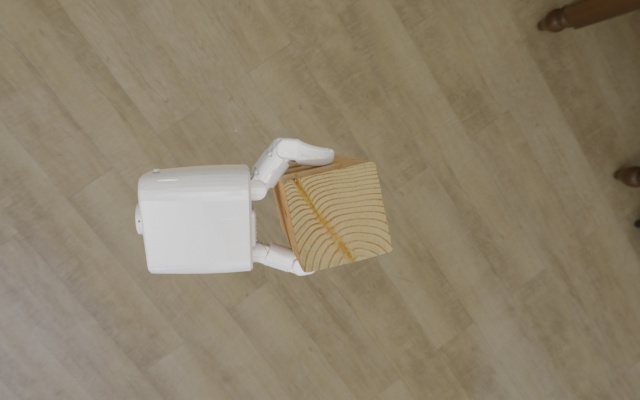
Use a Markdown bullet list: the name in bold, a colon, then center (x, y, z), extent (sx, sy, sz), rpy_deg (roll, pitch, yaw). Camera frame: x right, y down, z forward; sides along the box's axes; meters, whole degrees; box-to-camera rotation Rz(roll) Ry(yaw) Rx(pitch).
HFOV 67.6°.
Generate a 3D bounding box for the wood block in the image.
- **wood block**: center (0.000, 0.002, 0.538), extent (0.090, 0.091, 0.206), rpy_deg (-13, 10, -8)
